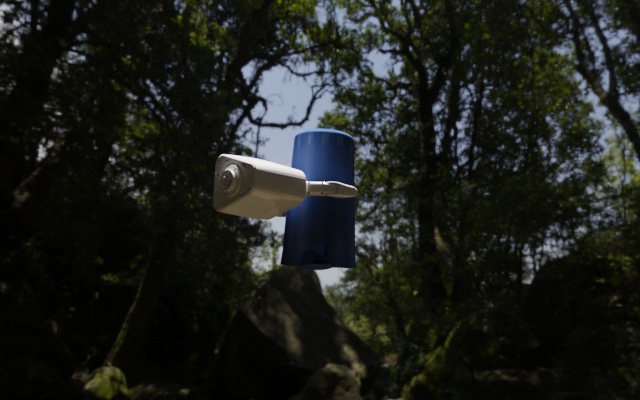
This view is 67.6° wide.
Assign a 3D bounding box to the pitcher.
[{"bbox_3d":[0.000,0.003,0.861,0.149,0.243,0.145,-3,-8,44],"label":"pitcher"}]
